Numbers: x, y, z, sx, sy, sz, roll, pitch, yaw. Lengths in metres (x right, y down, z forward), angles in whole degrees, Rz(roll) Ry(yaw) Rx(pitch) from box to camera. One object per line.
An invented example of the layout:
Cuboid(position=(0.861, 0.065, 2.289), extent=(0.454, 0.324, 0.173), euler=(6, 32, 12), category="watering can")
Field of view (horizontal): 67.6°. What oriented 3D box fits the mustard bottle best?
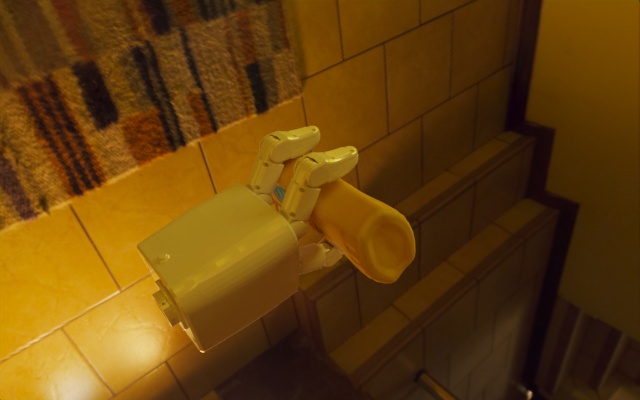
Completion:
Cuboid(position=(0.000, 0.001, 0.462), extent=(0.191, 0.058, 0.096), euler=(35, -9, 41), category="mustard bottle")
